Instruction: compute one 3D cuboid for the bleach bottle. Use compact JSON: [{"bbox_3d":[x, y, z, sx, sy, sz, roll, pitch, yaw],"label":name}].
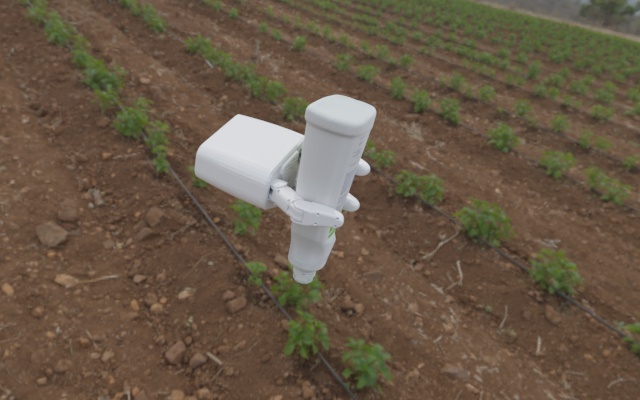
[{"bbox_3d":[0.000,0.002,0.596,0.068,0.251,0.102,22,29,14],"label":"bleach bottle"}]
